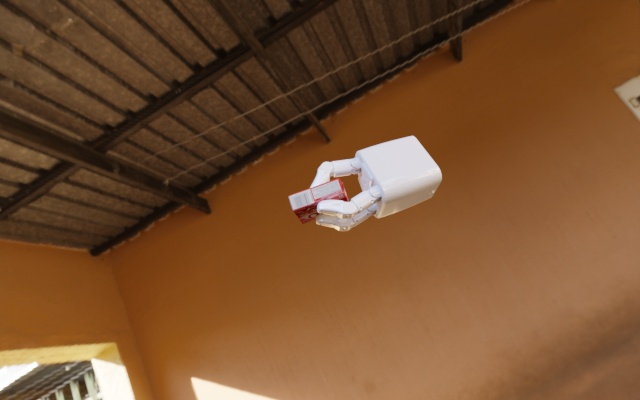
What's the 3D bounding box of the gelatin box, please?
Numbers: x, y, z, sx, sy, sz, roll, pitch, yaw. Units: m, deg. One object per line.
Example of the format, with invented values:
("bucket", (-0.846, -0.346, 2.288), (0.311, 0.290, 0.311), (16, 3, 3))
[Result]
("gelatin box", (0.000, 0.002, 0.778), (0.089, 0.030, 0.073), (-19, -22, 3))
